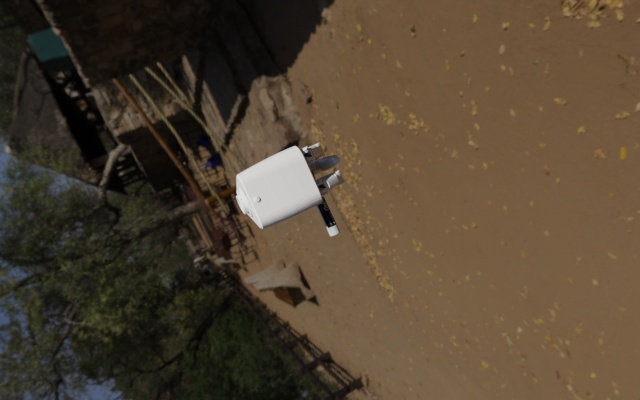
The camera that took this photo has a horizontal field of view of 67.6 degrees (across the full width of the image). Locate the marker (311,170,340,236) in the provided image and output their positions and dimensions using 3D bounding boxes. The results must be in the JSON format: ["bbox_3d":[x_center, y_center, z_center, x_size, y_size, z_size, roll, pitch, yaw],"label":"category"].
[{"bbox_3d":[0.000,0.003,0.806,0.020,0.121,0.020,-24,6,3],"label":"marker"}]
